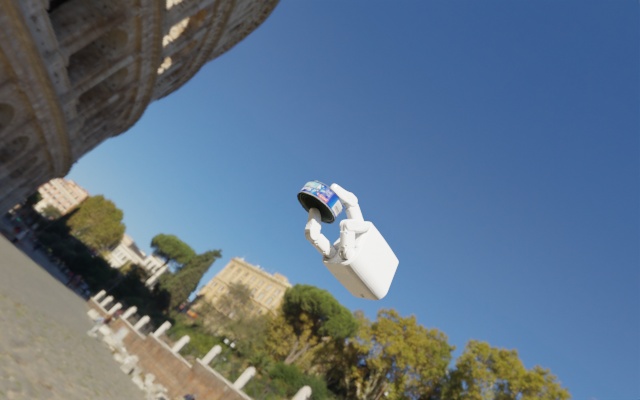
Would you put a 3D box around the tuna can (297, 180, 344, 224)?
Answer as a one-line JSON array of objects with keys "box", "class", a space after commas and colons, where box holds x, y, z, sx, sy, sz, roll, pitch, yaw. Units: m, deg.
[{"box": [0.000, 0.002, 0.891, 0.086, 0.033, 0.086, 32, -24, 16], "class": "tuna can"}]
